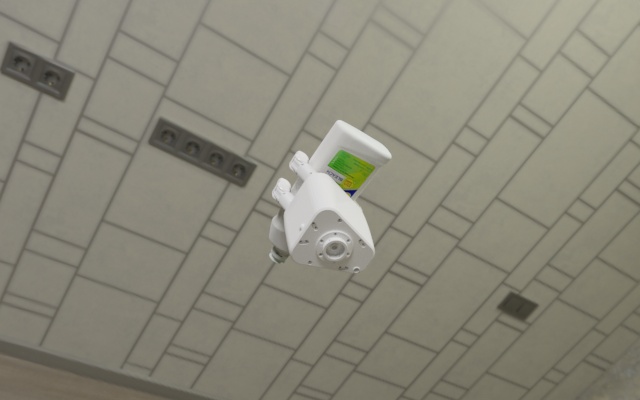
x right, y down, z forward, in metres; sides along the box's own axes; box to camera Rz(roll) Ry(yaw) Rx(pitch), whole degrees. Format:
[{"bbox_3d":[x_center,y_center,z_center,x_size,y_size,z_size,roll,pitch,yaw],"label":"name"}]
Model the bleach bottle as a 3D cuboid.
[{"bbox_3d":[0.000,0.002,0.762,0.102,0.251,0.068,27,20,-19],"label":"bleach bottle"}]
